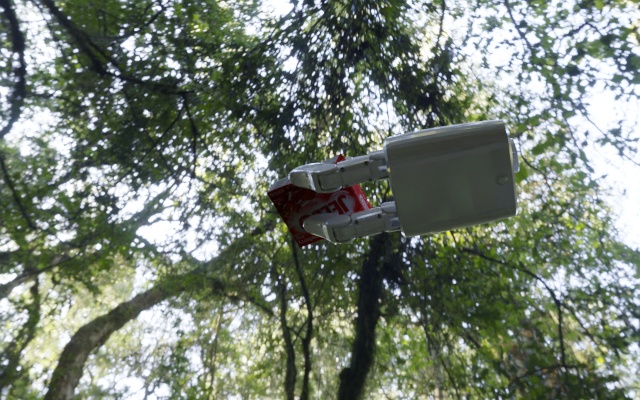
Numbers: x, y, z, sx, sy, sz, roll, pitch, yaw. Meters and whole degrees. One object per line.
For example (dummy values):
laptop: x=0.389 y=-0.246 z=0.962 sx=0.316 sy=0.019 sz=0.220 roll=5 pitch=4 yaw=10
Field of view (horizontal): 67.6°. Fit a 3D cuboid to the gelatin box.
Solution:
gelatin box: x=0.000 y=0.002 z=0.501 sx=0.089 sy=0.073 sz=0.030 roll=-21 pitch=21 yaw=23
